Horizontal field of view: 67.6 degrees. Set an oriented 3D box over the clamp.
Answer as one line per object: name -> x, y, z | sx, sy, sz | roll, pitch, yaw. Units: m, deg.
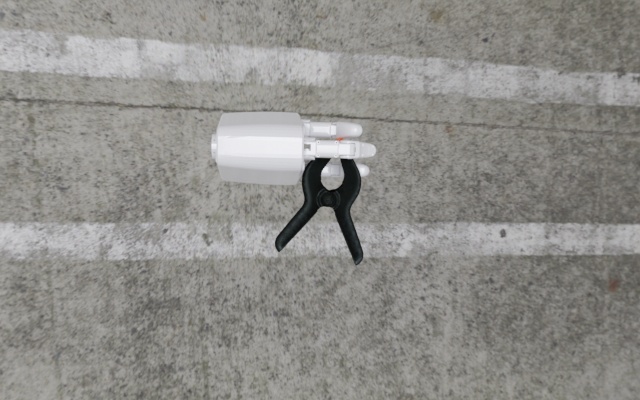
clamp -> 0.000, 0.002, 0.638 | 0.120, 0.171, 0.039 | 1, 5, -7
